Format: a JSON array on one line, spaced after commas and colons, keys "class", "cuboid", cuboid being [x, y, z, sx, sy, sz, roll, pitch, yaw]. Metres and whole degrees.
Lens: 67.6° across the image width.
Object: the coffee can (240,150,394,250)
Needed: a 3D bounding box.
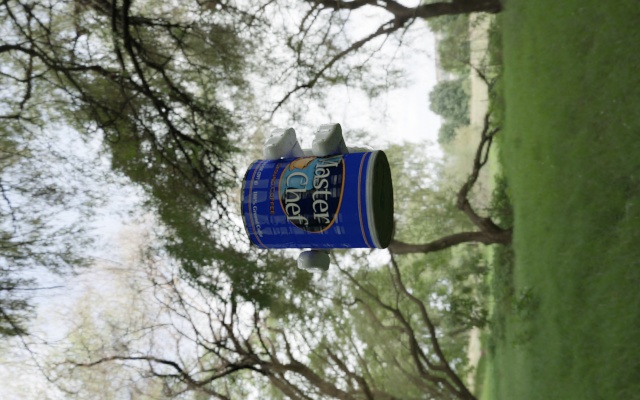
[{"class": "coffee can", "cuboid": [0.000, 0.002, 0.513, 0.140, 0.103, 0.103, -2, -1, 19]}]
